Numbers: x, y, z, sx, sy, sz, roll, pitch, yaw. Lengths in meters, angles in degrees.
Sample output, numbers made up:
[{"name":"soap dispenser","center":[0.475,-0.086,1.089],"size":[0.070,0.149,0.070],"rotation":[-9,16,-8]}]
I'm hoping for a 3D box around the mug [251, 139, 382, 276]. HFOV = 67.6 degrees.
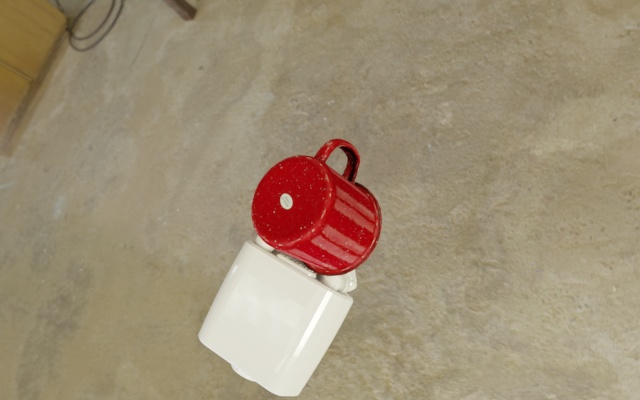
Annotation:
[{"name":"mug","center":[0.001,0.000,0.415],"size":[0.093,0.117,0.081],"rotation":[23,-6,36]}]
